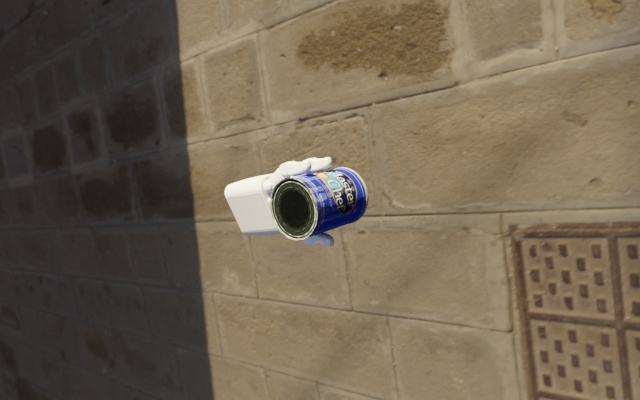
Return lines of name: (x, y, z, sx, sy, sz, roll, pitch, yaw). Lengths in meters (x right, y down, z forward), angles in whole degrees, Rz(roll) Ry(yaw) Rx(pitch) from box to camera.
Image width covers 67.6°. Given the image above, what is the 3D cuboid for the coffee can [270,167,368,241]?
coffee can: (0.000, 0.003, 0.808, 0.103, 0.103, 0.140, 0, 10, 40)
